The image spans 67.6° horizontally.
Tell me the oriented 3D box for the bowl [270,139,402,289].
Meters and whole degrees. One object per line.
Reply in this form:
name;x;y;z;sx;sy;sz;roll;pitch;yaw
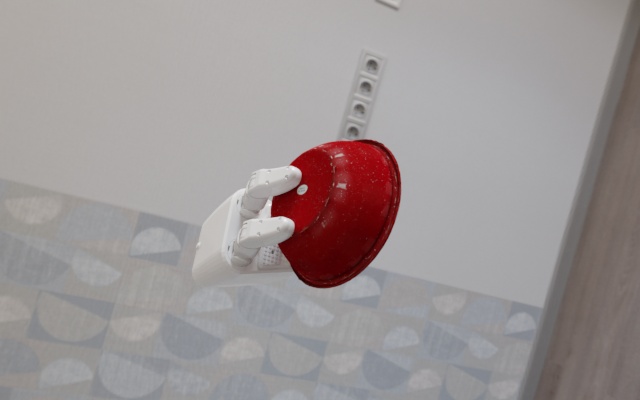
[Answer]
bowl;0.001;0.001;0.470;0.055;0.162;0.162;27;-17;-36
